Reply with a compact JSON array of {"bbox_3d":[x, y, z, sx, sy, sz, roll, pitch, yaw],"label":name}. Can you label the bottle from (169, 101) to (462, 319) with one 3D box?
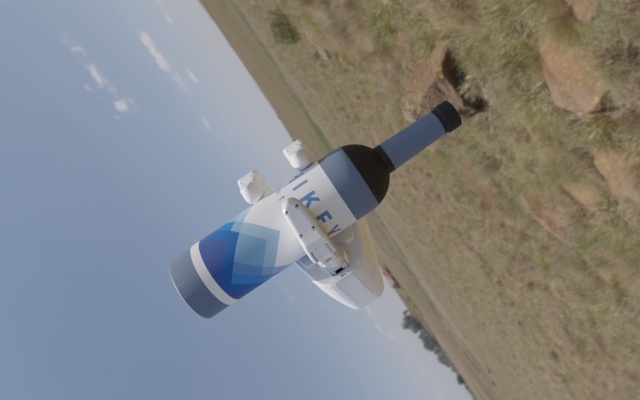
[{"bbox_3d":[0.000,0.002,0.445,0.296,0.069,0.069,-34,-2,3],"label":"bottle"}]
